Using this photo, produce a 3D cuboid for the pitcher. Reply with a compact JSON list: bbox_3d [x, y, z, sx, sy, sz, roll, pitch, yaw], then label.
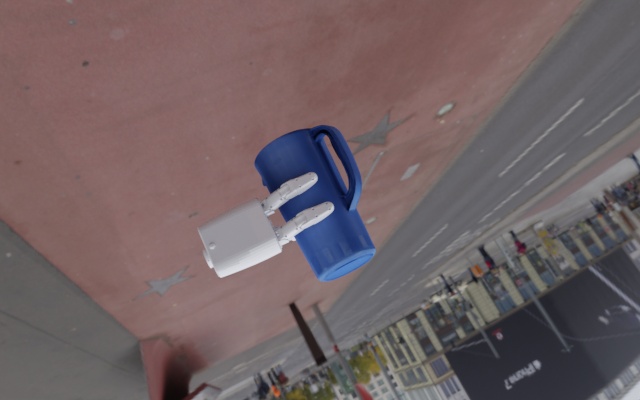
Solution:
[{"bbox_3d":[0.000,0.003,0.807,0.145,0.242,0.149,-24,-18,-11],"label":"pitcher"}]
